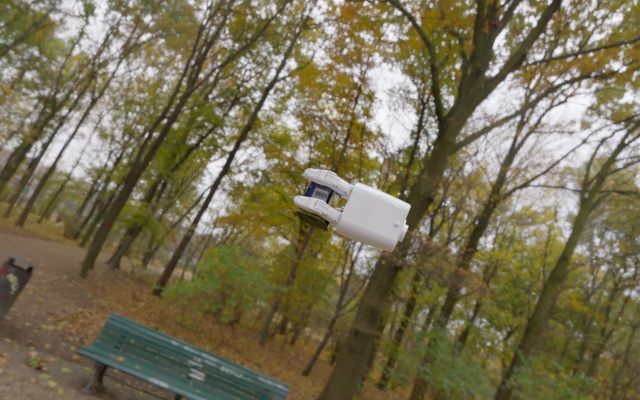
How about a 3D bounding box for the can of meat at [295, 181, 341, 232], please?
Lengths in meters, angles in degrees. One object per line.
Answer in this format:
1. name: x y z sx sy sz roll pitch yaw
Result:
1. can of meat: 0.000 0.003 0.894 0.057 0.084 0.102 21 -13 12
